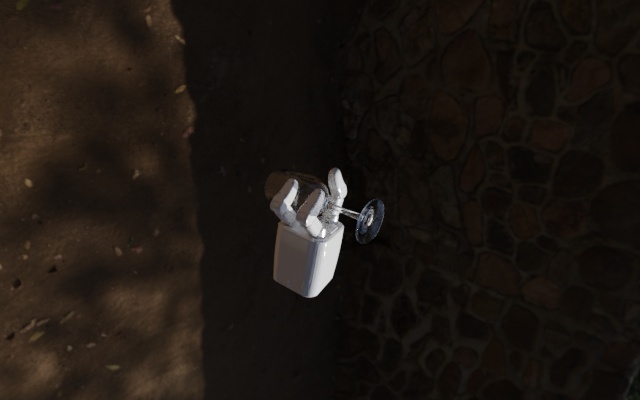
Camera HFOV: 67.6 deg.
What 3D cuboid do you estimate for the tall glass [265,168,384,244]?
[{"bbox_3d":[0.001,0.003,0.786,0.201,0.079,0.079,22,12,33],"label":"tall glass"}]
